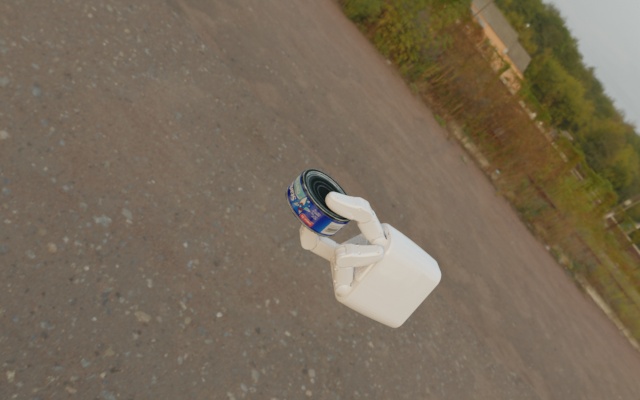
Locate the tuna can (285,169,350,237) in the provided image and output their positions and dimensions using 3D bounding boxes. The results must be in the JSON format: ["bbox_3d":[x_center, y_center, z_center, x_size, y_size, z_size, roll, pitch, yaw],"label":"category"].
[{"bbox_3d":[0.000,0.002,0.597,0.034,0.086,0.086,-43,-24,28],"label":"tuna can"}]
